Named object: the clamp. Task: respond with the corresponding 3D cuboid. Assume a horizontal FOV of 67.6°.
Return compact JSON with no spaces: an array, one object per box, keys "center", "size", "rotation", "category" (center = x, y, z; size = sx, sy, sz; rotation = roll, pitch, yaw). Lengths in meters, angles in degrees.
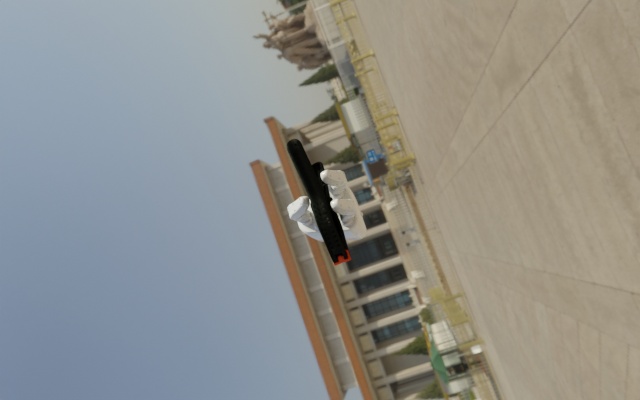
[{"center":[0.000,0.003,0.795],"size":[0.036,0.210,0.164],"rotation":[-22,-21,11],"category":"clamp"}]
